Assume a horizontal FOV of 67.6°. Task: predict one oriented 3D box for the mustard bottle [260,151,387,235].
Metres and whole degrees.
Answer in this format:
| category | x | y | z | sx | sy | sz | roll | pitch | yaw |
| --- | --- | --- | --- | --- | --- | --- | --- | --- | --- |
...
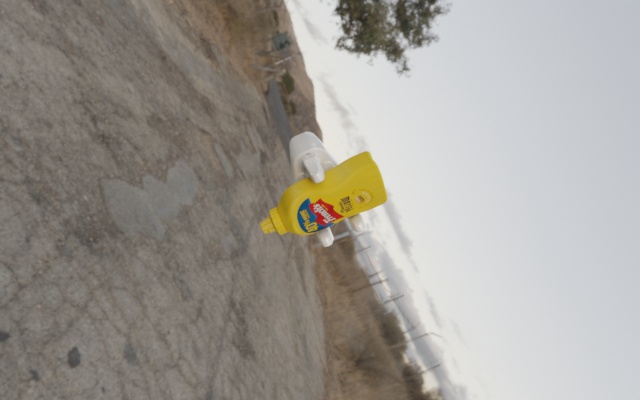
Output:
| category | x | y | z | sx | sy | sz | roll | pitch | yaw |
| --- | --- | --- | --- | --- | --- | --- | --- | --- | --- |
| mustard bottle | 0.000 | 0.002 | 0.711 | 0.191 | 0.058 | 0.096 | -24 | -40 | 1 |
